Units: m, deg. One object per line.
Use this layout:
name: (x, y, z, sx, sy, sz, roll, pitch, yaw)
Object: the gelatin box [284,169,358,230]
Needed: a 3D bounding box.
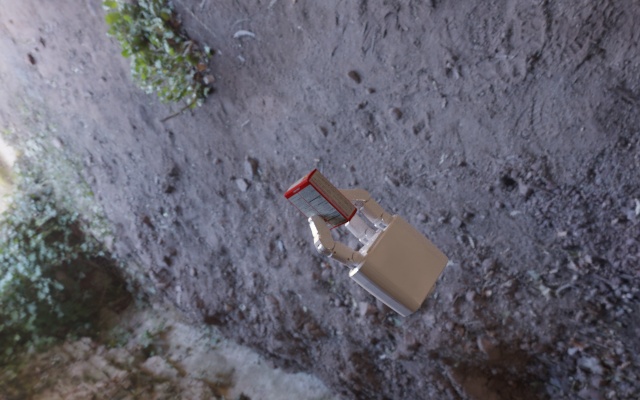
gelatin box: (0.000, 0.002, 0.707, 0.089, 0.030, 0.073, 43, -34, -12)
